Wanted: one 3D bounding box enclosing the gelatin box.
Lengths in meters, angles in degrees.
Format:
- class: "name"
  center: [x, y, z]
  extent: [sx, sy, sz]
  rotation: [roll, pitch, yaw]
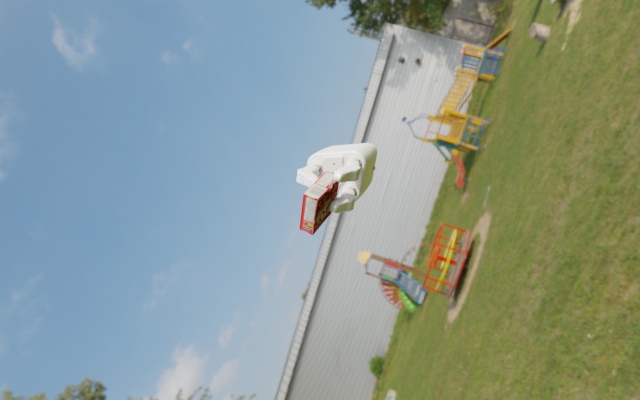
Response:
- class: "gelatin box"
  center: [0.000, 0.003, 0.791]
  extent: [0.030, 0.073, 0.089]
  rotation: [21, 37, 17]
